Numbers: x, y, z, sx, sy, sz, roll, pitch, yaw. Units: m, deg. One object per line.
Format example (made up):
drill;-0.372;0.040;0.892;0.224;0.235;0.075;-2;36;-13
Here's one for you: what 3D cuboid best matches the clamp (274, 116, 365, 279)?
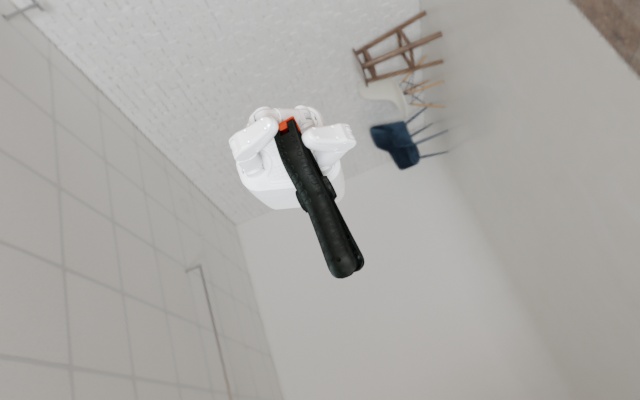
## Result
clamp;-0.001;0.002;0.473;0.039;0.171;0.120;-22;-17;1
